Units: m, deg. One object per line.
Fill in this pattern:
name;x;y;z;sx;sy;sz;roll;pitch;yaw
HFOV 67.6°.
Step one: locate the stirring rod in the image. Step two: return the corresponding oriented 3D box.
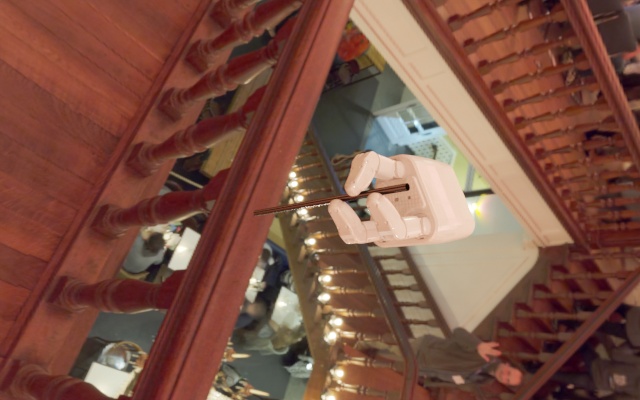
stirring rod;0.000;0.002;0.558;0.239;0.011;0.011;-10;-7;43
